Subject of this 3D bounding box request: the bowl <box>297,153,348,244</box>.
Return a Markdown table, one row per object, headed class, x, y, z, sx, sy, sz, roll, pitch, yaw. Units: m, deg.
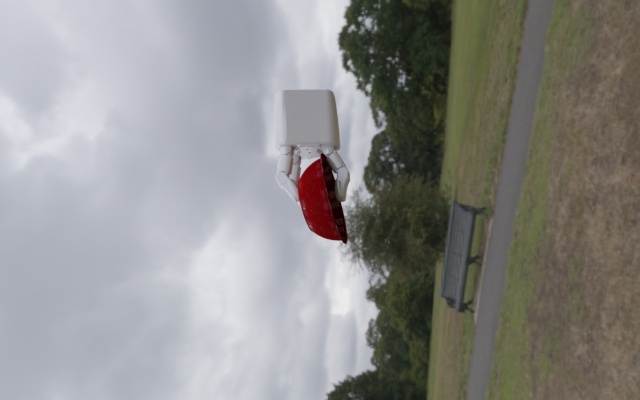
| class | x | y | z | sx | sy | sz | roll | pitch | yaw |
| --- | --- | --- | --- | --- | --- | --- | --- | --- | --- |
| bowl | 0.000 | 0.004 | 0.820 | 0.055 | 0.162 | 0.162 | -15 | -2 | 8 |
